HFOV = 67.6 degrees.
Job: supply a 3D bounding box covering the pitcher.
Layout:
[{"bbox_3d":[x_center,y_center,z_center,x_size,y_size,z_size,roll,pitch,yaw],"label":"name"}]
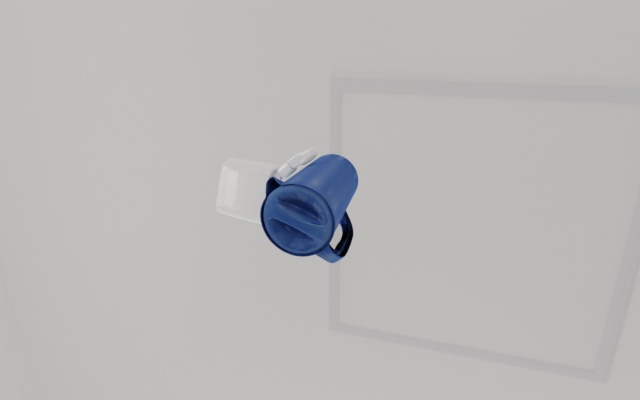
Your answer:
[{"bbox_3d":[0.000,0.003,0.896,0.145,0.149,0.242,9,23,15],"label":"pitcher"}]
